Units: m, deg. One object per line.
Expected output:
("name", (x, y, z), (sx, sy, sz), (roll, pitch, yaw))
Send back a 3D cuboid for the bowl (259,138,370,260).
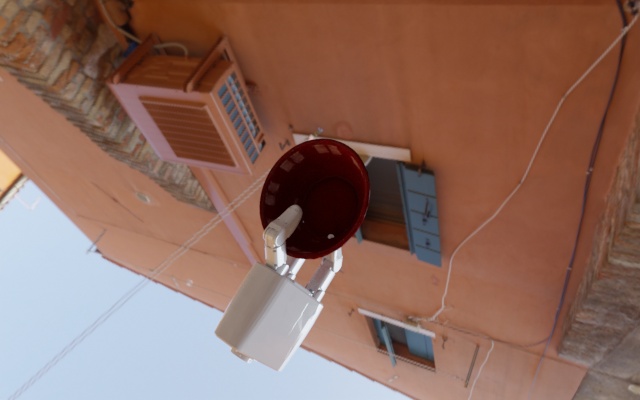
("bowl", (0.001, 0.001, 0.634), (0.162, 0.162, 0.055), (0, -15, 29))
